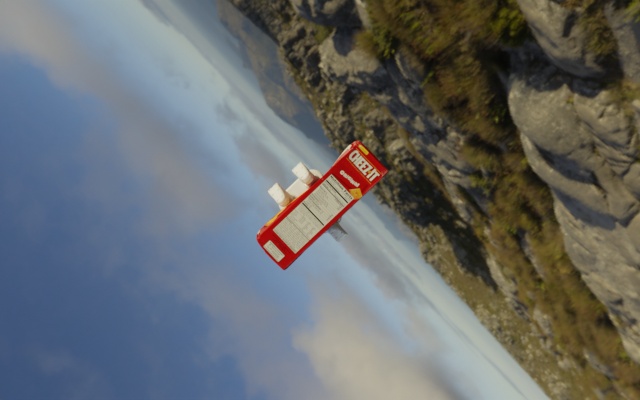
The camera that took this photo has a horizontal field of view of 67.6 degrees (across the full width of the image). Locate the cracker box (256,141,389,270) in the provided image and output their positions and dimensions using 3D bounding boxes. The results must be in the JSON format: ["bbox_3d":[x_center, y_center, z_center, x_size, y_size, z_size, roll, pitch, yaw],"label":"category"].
[{"bbox_3d":[0.000,0.003,0.767,0.214,0.072,0.164,-44,2,2],"label":"cracker box"}]
